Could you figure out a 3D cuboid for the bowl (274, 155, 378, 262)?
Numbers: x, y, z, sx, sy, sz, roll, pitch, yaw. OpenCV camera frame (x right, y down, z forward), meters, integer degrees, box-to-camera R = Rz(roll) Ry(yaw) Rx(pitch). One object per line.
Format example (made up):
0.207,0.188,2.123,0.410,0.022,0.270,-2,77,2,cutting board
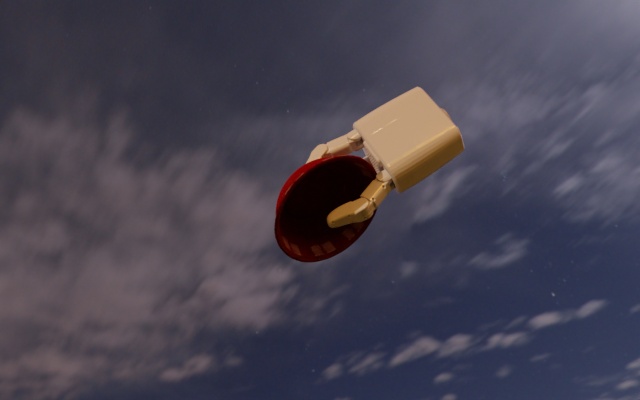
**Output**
-0.001,0.002,0.638,0.162,0.162,0.055,0,29,-36,bowl
